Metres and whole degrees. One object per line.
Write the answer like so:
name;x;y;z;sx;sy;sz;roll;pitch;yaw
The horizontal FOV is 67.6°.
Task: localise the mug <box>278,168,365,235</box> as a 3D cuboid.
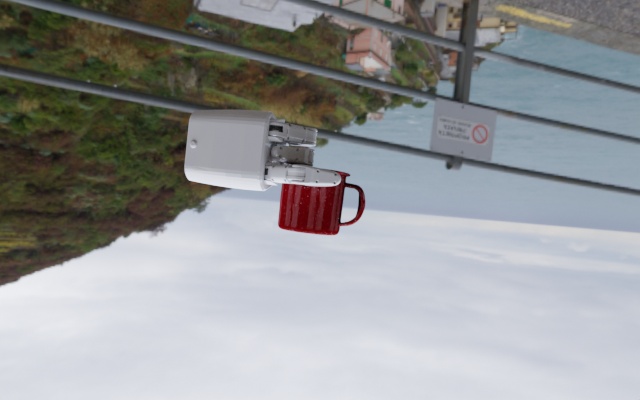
mug;0.001;0.002;0.621;0.117;0.081;0.093;7;-1;12
